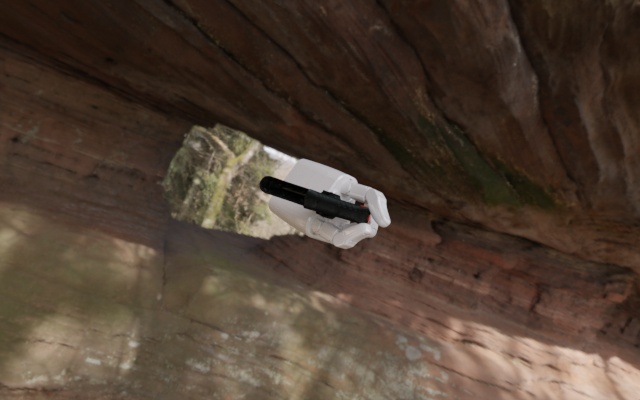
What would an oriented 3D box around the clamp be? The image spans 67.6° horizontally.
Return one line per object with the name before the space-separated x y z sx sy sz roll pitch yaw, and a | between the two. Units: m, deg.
clamp | 0.001 0.002 0.669 0.120 0.039 0.171 27 4 42
